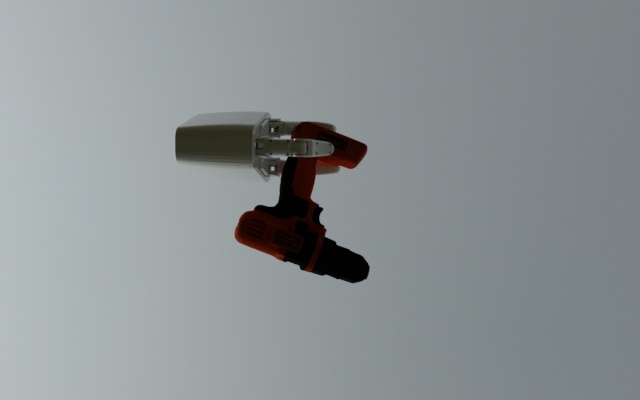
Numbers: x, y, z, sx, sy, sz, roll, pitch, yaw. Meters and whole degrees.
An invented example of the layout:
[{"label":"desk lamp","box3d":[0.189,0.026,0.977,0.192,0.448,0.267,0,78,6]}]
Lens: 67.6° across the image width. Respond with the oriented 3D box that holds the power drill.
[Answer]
[{"label":"power drill","box3d":[0.000,0.002,0.640,0.184,0.187,0.057,22,-16,-8]}]
